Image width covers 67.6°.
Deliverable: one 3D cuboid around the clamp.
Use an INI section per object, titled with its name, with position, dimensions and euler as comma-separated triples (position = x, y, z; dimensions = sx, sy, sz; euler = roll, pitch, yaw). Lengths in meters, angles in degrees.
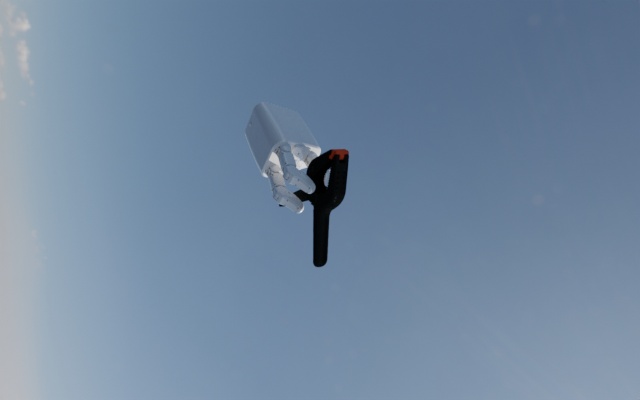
[clamp]
position = 0.001, 0.002, 0.820
dimensions = 0.036, 0.164, 0.210
euler = -7, -35, -36
